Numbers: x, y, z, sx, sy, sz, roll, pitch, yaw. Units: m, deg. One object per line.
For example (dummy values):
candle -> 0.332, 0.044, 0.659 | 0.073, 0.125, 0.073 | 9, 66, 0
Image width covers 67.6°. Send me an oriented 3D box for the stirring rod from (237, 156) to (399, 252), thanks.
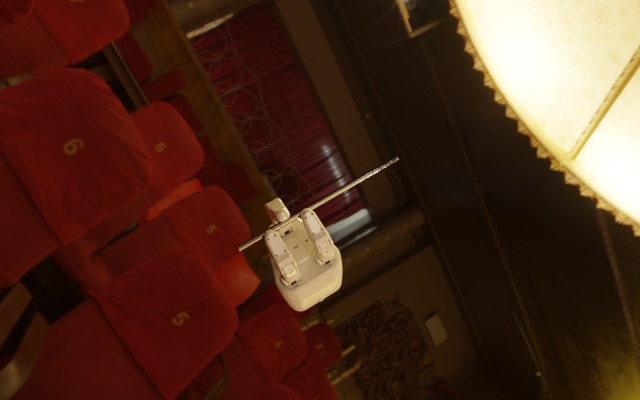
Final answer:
stirring rod -> 0.000, 0.002, 0.620 | 0.239, 0.011, 0.011 | -30, 6, -10
